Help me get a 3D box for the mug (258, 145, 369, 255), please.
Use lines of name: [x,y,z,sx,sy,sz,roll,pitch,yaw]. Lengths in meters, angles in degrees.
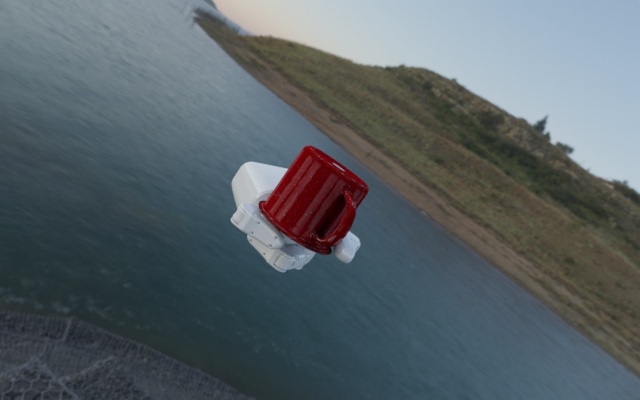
mug: [0.001,0.002,0.486,0.093,0.081,0.117,30,11,-31]
